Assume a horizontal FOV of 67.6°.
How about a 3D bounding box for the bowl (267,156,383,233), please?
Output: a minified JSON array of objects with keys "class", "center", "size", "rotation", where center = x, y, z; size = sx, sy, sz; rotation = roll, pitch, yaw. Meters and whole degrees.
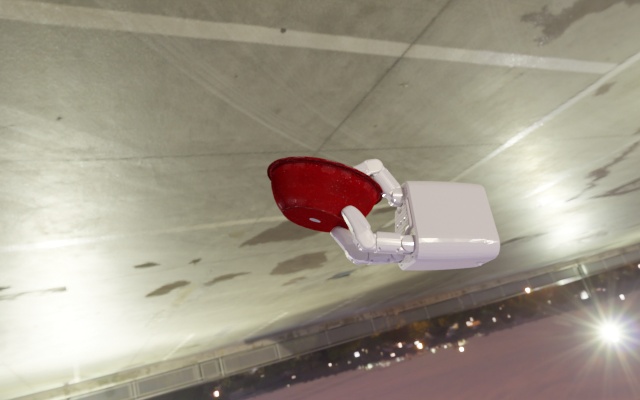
[{"class":"bowl","center":[-0.001,0.002,0.640],"size":[0.162,0.055,0.162],"rotation":[12,-20,4]}]
